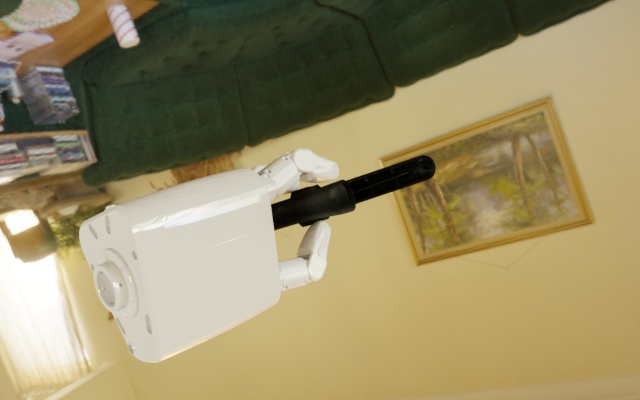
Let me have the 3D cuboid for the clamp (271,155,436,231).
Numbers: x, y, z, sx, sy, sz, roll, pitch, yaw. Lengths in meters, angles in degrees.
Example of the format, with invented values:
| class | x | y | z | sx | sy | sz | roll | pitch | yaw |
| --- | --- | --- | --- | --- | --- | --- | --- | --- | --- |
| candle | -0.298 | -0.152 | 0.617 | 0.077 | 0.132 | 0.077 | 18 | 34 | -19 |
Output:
| class | x | y | z | sx | sy | sz | roll | pitch | yaw |
| --- | --- | --- | --- | --- | --- | --- | --- | --- | --- |
| clamp | 0.000 | 0.002 | 0.466 | 0.210 | 0.036 | 0.164 | -18 | 0 | 44 |
